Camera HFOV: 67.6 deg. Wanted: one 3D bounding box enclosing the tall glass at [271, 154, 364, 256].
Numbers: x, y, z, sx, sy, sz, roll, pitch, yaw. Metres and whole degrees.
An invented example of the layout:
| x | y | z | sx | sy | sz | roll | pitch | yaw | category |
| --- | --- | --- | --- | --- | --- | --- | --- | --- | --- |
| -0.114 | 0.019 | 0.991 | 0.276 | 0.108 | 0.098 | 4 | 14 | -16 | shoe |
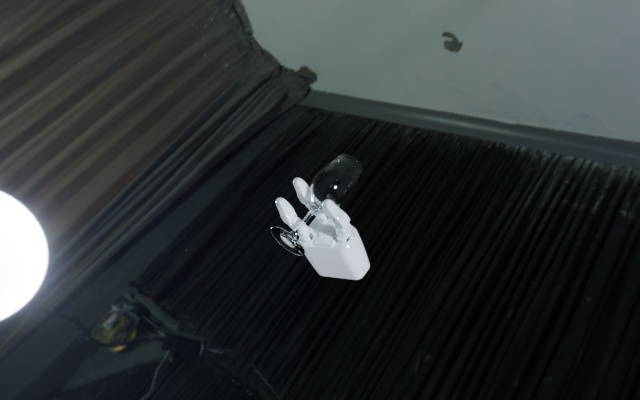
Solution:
| x | y | z | sx | sy | sz | roll | pitch | yaw | category |
| --- | --- | --- | --- | --- | --- | --- | --- | --- | --- |
| 0.000 | 0.003 | 0.876 | 0.079 | 0.079 | 0.201 | 0 | 44 | 54 | tall glass |
